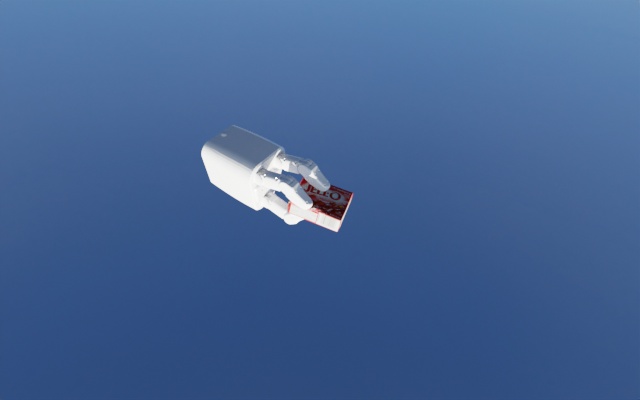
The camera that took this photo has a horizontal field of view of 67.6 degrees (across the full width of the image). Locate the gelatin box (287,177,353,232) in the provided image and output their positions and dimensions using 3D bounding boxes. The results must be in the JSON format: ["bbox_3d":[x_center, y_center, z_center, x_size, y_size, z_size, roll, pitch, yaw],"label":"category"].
[{"bbox_3d":[0.000,0.003,0.777,0.089,0.030,0.073,21,43,5],"label":"gelatin box"}]
